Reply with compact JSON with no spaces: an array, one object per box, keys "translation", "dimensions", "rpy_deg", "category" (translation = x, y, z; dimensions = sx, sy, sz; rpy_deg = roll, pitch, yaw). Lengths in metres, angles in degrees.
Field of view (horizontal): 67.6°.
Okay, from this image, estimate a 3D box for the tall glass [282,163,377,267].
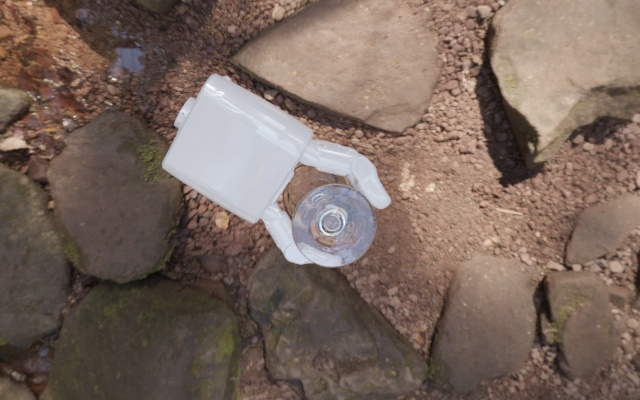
[{"translation":[0.000,0.002,0.506],"dimensions":[0.079,0.079,0.201],"rpy_deg":[0,12,-7],"category":"tall glass"}]
